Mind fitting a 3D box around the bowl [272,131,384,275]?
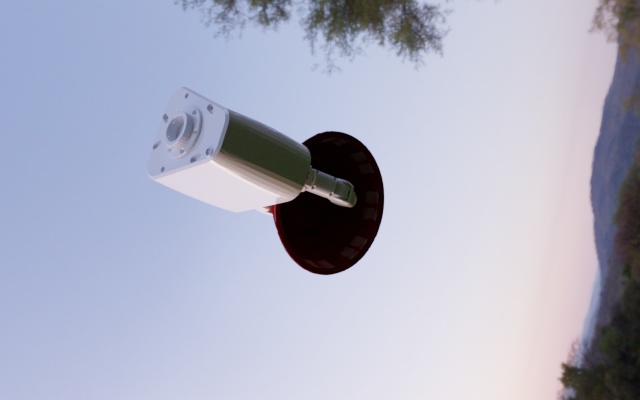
[{"bbox_3d":[0.001,0.002,0.554,0.162,0.162,0.055,0,4,-39],"label":"bowl"}]
